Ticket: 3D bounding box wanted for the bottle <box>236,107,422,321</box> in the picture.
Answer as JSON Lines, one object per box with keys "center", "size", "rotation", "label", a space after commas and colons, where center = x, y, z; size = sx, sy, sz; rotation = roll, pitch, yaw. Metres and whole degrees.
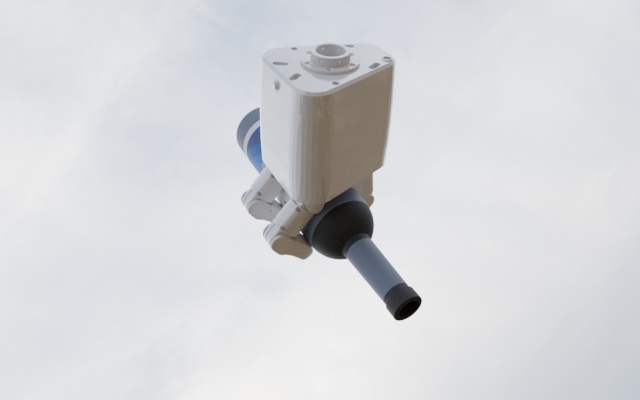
{"center": [0.000, 0.001, 0.477], "size": [0.069, 0.069, 0.295], "rotation": [0, 35, -36], "label": "bottle"}
